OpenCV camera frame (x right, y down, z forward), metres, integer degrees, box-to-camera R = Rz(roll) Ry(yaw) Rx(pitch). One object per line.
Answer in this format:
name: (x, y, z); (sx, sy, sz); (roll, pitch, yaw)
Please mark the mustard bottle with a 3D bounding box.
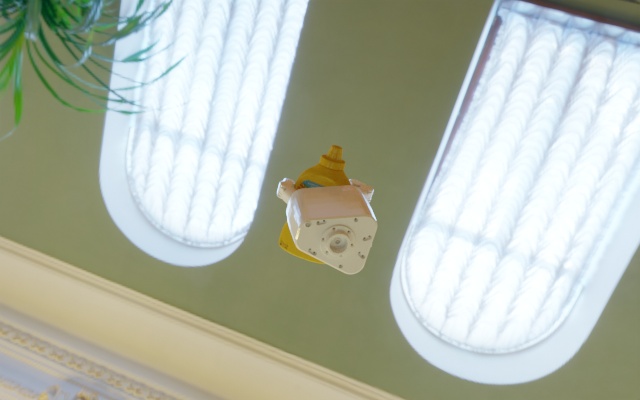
mustard bottle: (0.000, 0.003, 0.780); (0.096, 0.192, 0.058); (20, 19, 10)
